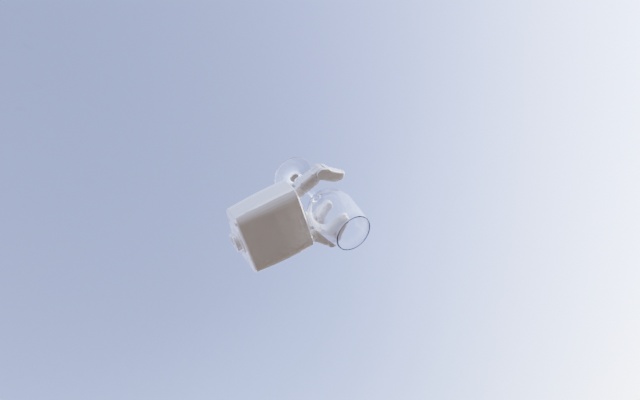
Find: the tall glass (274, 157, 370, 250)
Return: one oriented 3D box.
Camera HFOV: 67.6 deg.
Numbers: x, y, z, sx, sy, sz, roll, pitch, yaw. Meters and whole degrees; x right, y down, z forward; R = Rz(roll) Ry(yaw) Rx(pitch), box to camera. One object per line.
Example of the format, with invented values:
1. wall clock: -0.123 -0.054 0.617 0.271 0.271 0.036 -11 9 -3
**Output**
1. tall glass: 0.000 0.002 0.795 0.079 0.079 0.201 0 28 -36
